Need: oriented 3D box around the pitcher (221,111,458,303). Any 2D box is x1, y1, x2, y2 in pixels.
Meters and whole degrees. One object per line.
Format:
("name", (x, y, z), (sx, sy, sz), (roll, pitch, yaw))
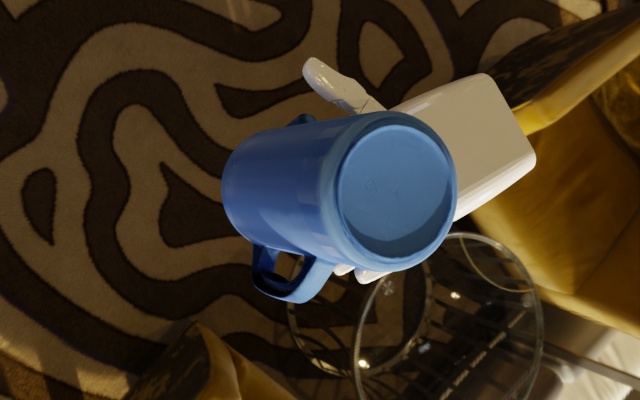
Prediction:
("pitcher", (0.000, 0.001, 0.417), (0.145, 0.149, 0.243), (-28, 12, -20))
